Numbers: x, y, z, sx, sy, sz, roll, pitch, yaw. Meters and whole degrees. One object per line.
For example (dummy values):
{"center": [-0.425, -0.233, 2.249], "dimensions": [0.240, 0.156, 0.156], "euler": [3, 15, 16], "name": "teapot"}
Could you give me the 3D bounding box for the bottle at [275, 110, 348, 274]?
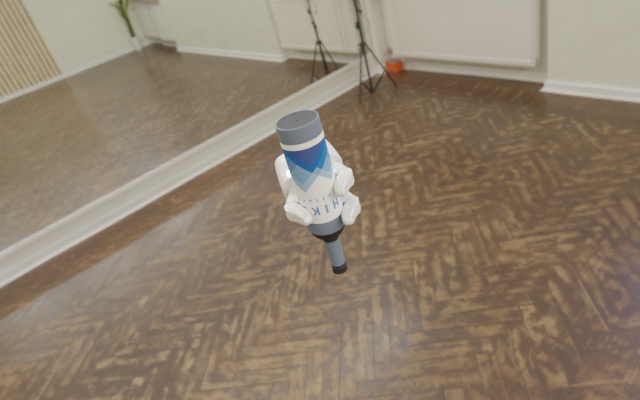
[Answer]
{"center": [0.000, 0.002, 0.772], "dimensions": [0.069, 0.296, 0.069], "euler": [-12, 32, 7], "name": "bottle"}
